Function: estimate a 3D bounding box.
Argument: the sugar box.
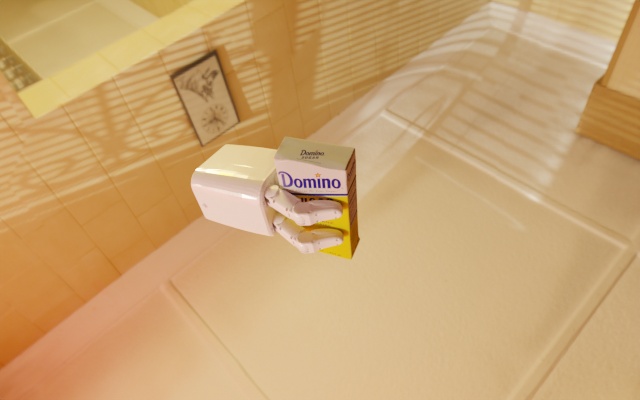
[{"bbox_3d":[0.000,0.002,0.621,0.093,0.048,0.176,11,-37,17],"label":"sugar box"}]
